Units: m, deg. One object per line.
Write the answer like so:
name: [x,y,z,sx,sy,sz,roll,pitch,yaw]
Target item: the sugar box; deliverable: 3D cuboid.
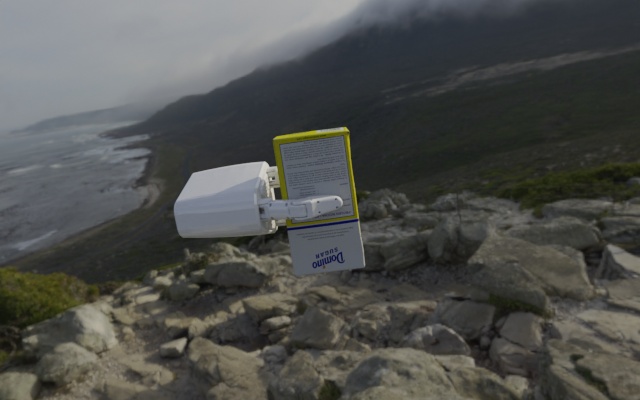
sugar box: [0.000,0.002,0.603,0.093,0.176,0.048,-7,15,3]
